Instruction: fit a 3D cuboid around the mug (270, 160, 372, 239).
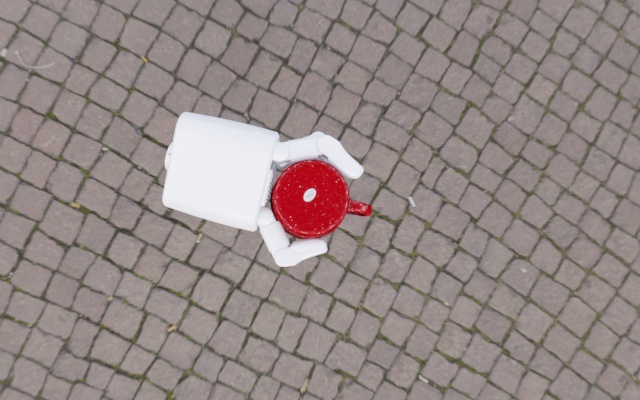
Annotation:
[{"bbox_3d":[0.001,0.002,0.534,0.117,0.093,0.081,13,-3,-2],"label":"mug"}]
